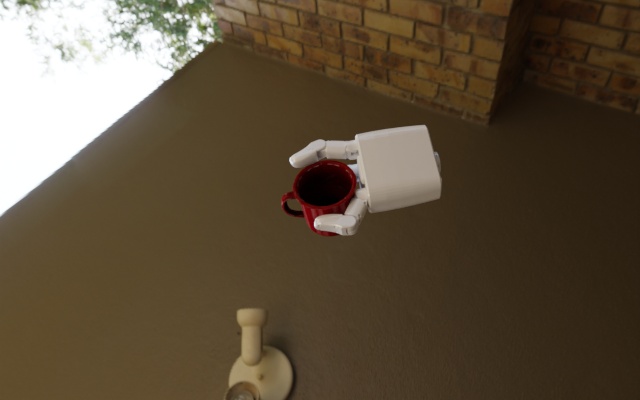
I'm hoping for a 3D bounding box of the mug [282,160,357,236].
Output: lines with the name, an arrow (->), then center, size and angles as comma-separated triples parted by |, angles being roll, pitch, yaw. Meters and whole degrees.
mug -> -0.001, 0.003, 0.718 | 0.117, 0.093, 0.082 | -10, -39, 3
